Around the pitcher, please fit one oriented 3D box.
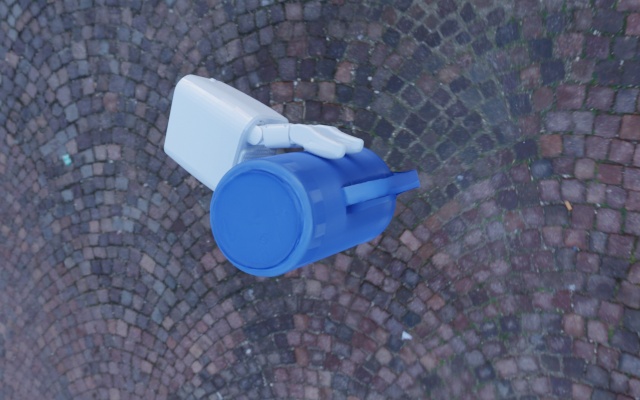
[{"bbox_3d":[0.000,0.002,0.526,0.145,0.149,0.243,35,18,16],"label":"pitcher"}]
